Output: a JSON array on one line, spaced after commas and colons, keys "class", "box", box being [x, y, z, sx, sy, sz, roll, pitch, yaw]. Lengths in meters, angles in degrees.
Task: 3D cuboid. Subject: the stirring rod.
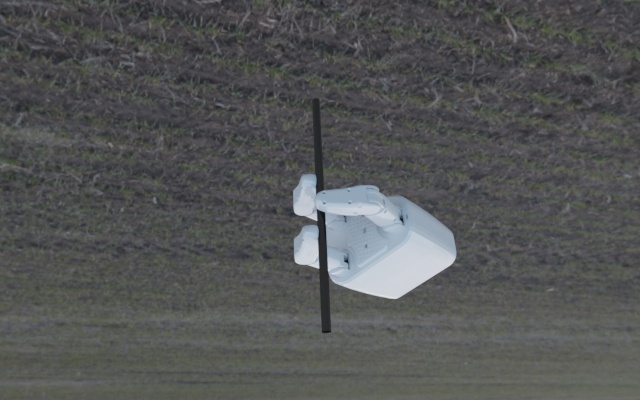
[{"class": "stirring rod", "box": [0.000, 0.001, 0.447, 0.011, 0.239, 0.011, -2, -28, -1]}]
